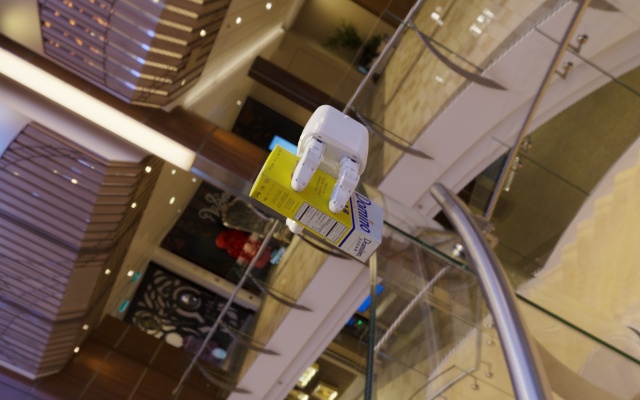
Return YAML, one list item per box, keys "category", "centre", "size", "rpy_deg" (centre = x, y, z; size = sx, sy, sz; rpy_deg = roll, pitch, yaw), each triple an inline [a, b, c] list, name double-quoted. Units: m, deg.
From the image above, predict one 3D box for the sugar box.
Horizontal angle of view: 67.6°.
- category: "sugar box"
  centre: [0.000, 0.002, 0.632]
  size: [0.176, 0.048, 0.093]
  rpy_deg: [28, 31, -8]
